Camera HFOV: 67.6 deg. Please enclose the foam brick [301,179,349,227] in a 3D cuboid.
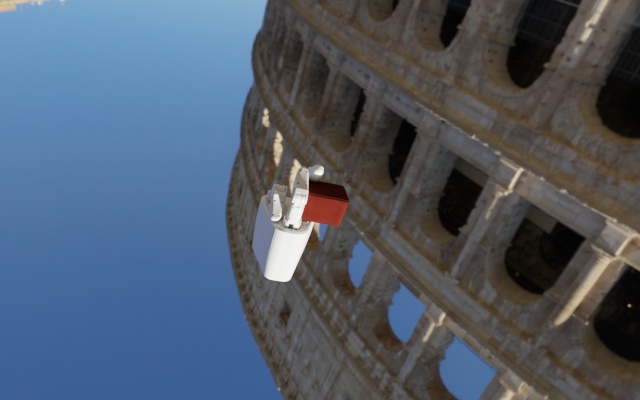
[{"bbox_3d":[0.000,0.003,0.785,0.078,0.051,0.053,11,28,-11],"label":"foam brick"}]
